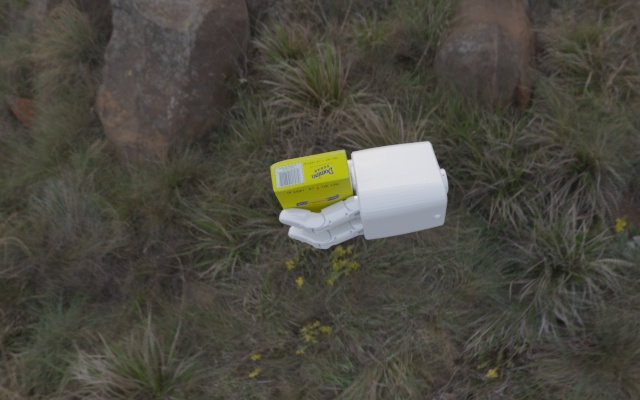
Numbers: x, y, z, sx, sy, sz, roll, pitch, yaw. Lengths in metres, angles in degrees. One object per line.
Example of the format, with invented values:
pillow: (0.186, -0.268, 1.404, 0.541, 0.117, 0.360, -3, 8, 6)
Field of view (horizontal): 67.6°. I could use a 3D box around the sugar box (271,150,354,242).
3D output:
sugar box: (0.000, 0.003, 0.637, 0.093, 0.048, 0.176, -10, -29, 6)
